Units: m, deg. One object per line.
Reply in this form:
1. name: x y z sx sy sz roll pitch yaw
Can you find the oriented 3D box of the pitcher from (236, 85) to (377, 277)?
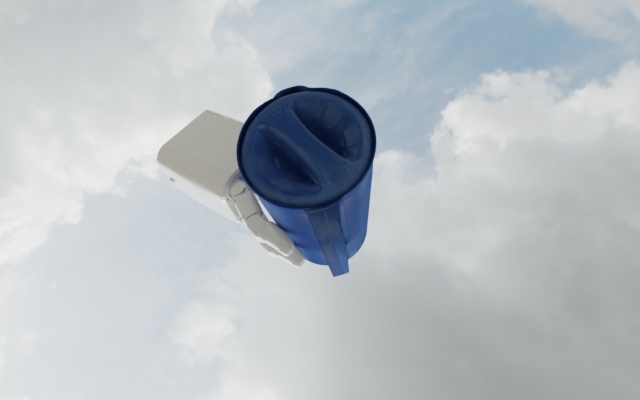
1. pitcher: 0.000 0.002 0.548 0.145 0.149 0.243 25 -19 17
